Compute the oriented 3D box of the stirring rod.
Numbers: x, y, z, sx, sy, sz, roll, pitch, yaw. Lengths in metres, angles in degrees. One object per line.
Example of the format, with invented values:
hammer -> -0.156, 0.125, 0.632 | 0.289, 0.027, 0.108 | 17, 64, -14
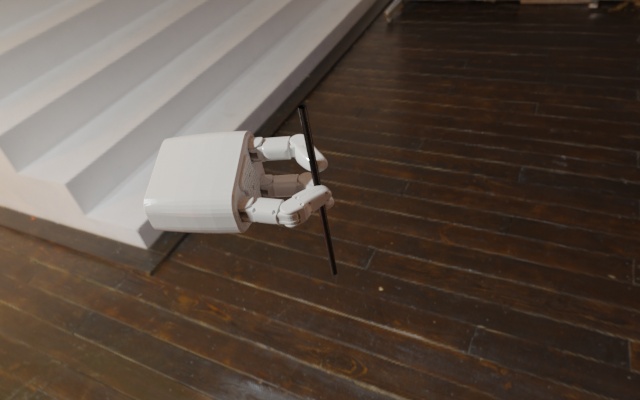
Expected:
stirring rod -> 0.000, 0.002, 0.527 | 0.011, 0.240, 0.011 | -6, 41, 5
